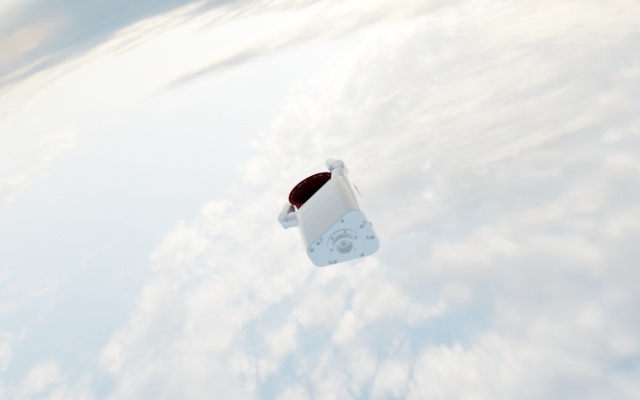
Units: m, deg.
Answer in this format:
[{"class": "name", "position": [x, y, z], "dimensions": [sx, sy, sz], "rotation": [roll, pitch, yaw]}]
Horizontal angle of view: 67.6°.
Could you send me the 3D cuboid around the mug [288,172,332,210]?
[{"class": "mug", "position": [0.000, 0.002, 0.858], "dimensions": [0.093, 0.081, 0.117], "rotation": [-26, 29, 6]}]
